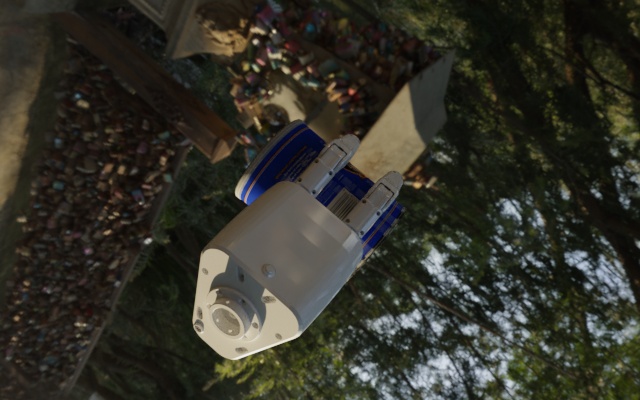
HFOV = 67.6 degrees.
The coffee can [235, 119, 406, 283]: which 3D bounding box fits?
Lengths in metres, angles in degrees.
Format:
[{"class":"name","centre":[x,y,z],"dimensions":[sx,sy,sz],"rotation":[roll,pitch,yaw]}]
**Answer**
[{"class":"coffee can","centre":[0.000,0.001,0.484],"dimensions":[0.140,0.103,0.103],"rotation":[40,3,4]}]
